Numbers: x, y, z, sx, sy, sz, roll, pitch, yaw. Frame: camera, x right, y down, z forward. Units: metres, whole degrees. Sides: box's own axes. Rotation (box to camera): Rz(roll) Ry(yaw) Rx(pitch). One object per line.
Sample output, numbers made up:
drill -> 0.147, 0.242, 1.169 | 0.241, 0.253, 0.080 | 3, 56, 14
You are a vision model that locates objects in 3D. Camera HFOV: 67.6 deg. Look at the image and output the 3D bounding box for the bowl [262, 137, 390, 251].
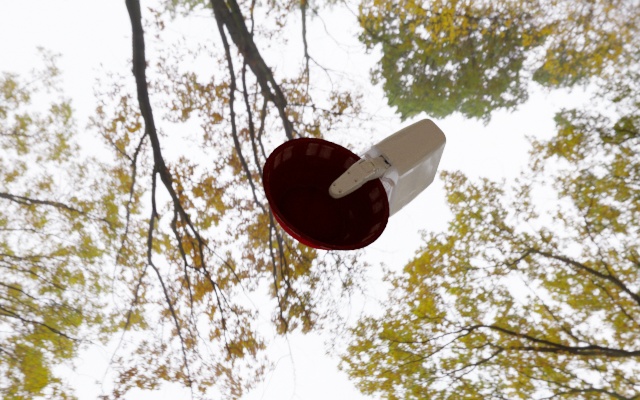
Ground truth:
bowl -> -0.001, 0.002, 0.576 | 0.162, 0.162, 0.055 | 0, -34, -28
